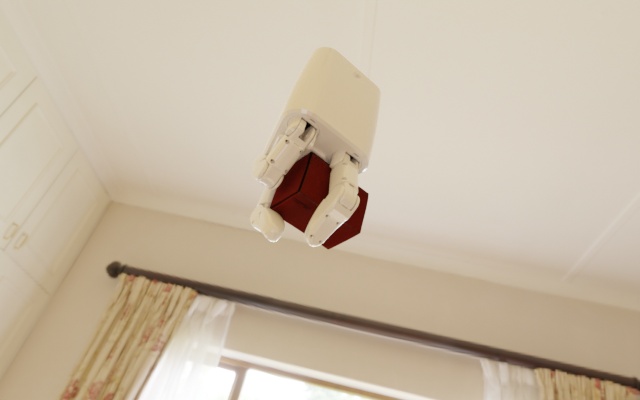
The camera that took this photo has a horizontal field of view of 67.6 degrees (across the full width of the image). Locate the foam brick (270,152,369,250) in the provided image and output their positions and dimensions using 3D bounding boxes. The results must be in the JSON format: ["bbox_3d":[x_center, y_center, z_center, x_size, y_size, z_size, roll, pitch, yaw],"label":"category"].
[{"bbox_3d":[0.000,0.002,0.467,0.078,0.051,0.053,35,-41,-23],"label":"foam brick"}]
